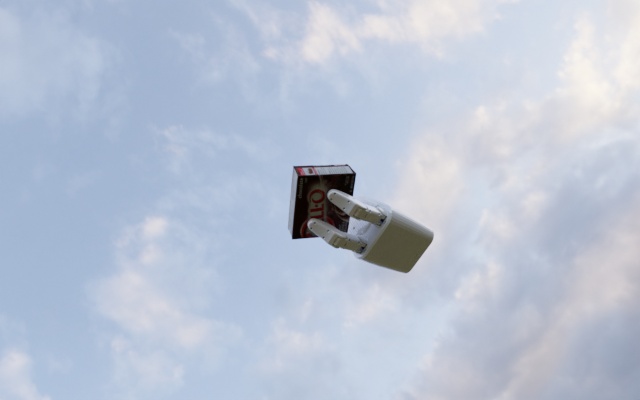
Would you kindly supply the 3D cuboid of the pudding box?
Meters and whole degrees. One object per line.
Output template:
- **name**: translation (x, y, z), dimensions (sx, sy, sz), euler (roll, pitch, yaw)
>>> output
- **pudding box**: translation (0.000, 0.002, 0.721), dimensions (0.090, 0.113, 0.039), euler (-4, 29, -18)
